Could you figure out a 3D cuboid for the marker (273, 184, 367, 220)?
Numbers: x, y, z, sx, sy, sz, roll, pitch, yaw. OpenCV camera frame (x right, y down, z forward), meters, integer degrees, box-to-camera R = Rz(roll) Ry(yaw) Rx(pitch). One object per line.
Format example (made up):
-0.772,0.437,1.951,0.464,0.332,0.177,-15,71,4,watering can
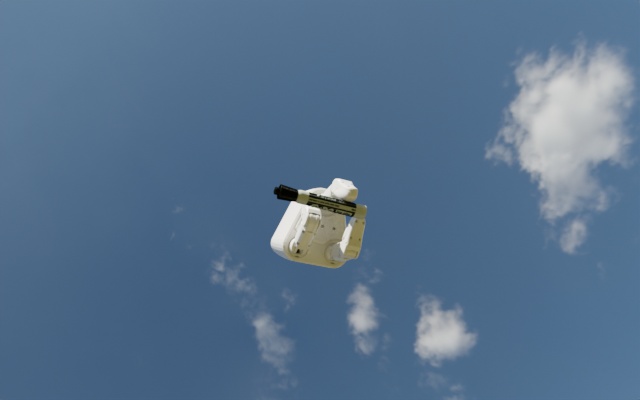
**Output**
0.000,0.002,0.596,0.121,0.020,0.020,14,-4,-17,marker
